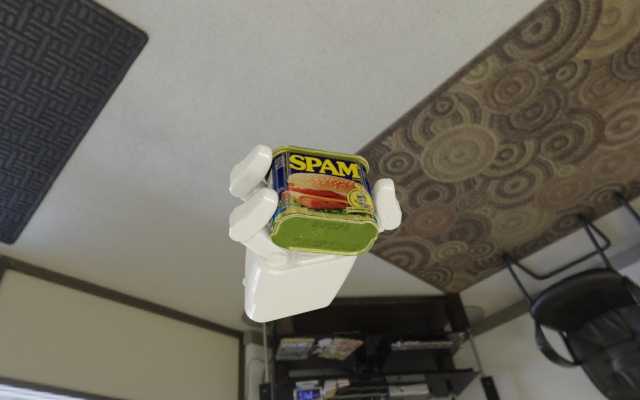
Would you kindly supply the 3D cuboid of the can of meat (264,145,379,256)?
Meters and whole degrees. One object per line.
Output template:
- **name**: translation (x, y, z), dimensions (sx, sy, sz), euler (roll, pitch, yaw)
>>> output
- **can of meat**: translation (0.000, 0.002, 0.447), dimensions (0.102, 0.083, 0.057), euler (7, -43, -16)
